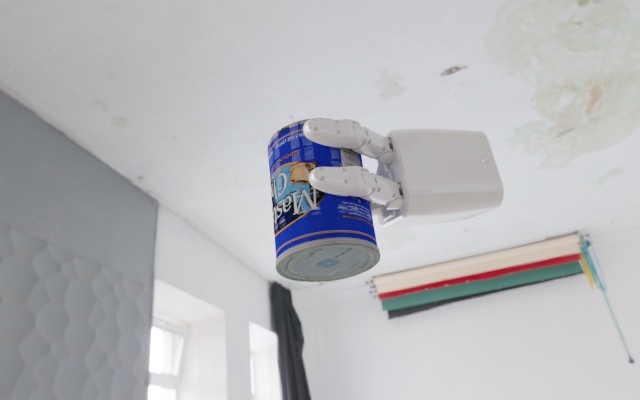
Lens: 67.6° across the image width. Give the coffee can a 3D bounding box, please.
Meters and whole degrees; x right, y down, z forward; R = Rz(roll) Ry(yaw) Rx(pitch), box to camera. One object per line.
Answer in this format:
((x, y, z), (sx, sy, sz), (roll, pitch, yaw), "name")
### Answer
((0.000, 0.002, 0.496), (0.103, 0.140, 0.103), (-6, -27, -3), "coffee can")
